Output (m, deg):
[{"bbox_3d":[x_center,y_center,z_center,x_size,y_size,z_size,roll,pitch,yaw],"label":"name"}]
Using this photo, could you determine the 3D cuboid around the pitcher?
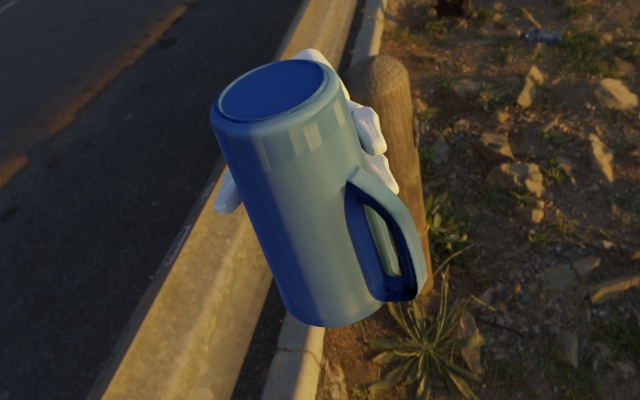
[{"bbox_3d":[0.000,0.001,0.444,0.149,0.243,0.145,-18,41,1],"label":"pitcher"}]
